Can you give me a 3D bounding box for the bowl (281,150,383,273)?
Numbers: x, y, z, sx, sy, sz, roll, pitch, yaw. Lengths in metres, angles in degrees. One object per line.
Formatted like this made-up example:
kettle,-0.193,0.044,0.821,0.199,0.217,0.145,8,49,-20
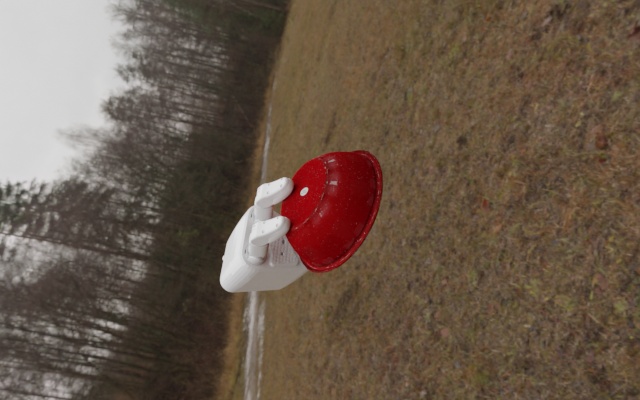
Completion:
bowl,0.001,0.001,0.573,0.055,0.162,0.162,26,-14,-30
